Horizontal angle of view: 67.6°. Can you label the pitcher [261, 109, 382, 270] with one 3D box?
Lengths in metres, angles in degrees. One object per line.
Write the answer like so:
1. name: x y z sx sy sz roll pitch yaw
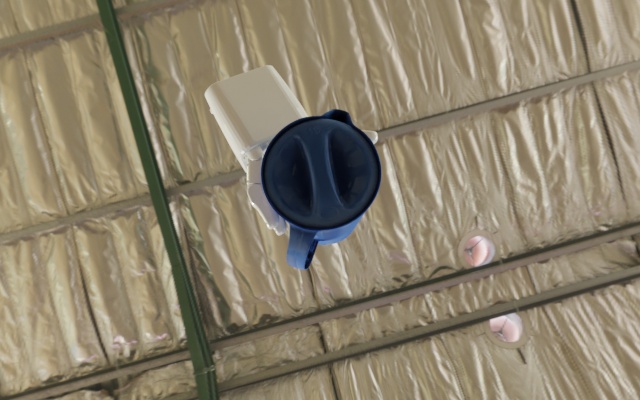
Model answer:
1. pitcher: 0.000 0.002 0.634 0.149 0.145 0.243 -30 -12 -5
